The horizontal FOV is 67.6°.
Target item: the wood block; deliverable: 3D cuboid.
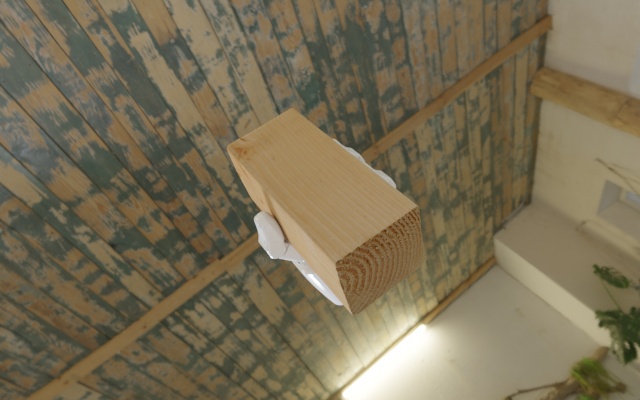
[{"bbox_3d":[0.000,0.002,0.486,0.091,0.090,0.206,-34,48,-14],"label":"wood block"}]
